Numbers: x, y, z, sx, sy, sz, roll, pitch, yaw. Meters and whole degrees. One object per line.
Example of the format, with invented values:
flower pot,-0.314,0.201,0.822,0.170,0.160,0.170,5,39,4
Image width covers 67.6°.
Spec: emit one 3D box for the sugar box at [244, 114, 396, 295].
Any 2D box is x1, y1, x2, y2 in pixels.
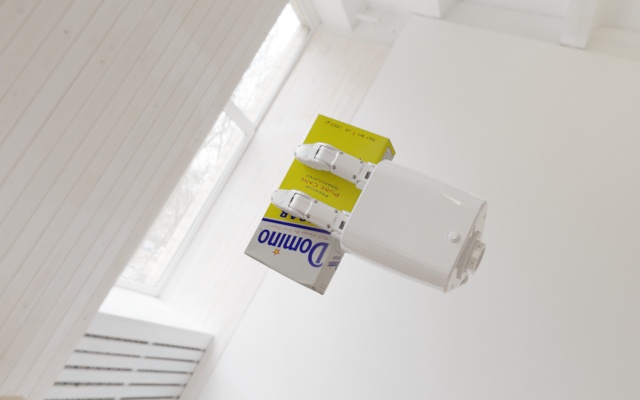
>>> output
sugar box,0.000,0.001,0.516,0.093,0.176,0.048,23,-11,25
